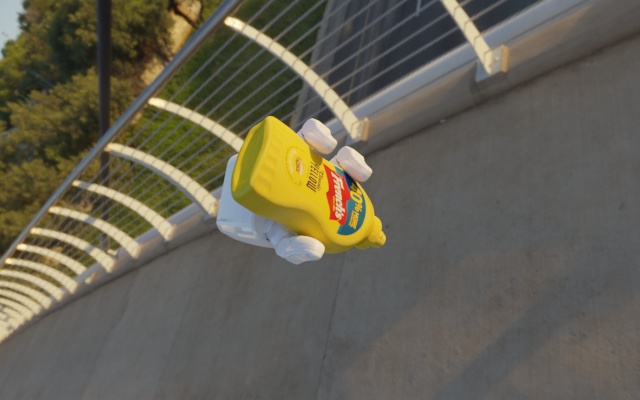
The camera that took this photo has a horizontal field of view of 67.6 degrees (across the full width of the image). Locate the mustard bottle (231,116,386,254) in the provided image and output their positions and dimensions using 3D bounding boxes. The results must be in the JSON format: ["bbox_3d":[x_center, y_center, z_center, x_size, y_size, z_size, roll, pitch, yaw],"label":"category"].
[{"bbox_3d":[0.000,0.001,0.502,0.192,0.096,0.058,34,-44,-31],"label":"mustard bottle"}]
